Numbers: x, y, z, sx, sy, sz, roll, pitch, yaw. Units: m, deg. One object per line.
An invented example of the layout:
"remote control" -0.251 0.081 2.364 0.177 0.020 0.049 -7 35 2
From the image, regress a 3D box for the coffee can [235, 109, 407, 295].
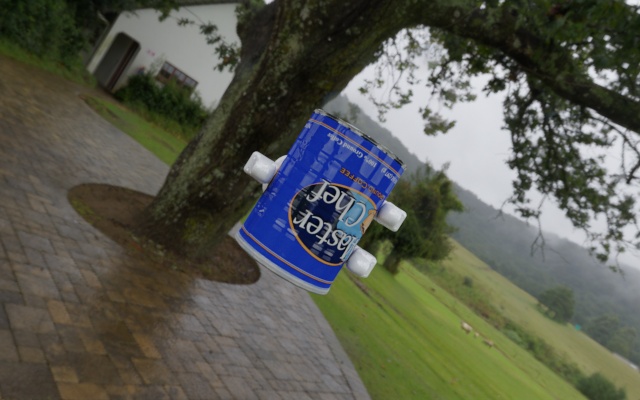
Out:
"coffee can" 0.000 0.002 0.449 0.103 0.140 0.103 32 2 -1
